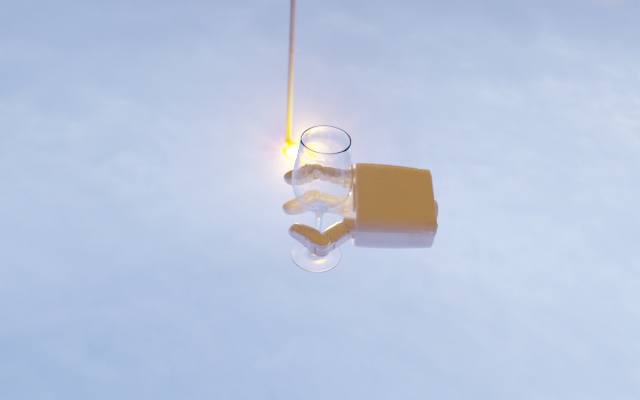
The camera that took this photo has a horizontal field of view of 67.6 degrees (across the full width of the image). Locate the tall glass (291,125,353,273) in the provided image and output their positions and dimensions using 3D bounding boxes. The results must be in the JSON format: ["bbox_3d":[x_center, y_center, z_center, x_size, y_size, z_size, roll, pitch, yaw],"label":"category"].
[{"bbox_3d":[0.000,0.003,0.631,0.079,0.201,0.079,3,41,-2],"label":"tall glass"}]
